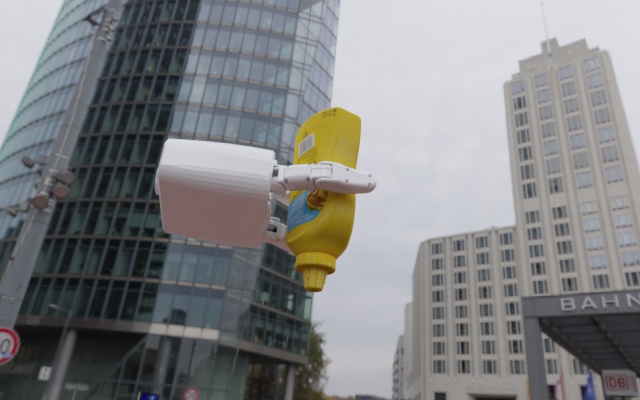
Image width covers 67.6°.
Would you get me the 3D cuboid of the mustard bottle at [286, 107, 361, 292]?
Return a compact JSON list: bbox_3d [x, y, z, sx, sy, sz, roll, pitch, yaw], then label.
[{"bbox_3d":[0.000,0.002,0.509,0.058,0.191,0.096,20,-29,-29],"label":"mustard bottle"}]
